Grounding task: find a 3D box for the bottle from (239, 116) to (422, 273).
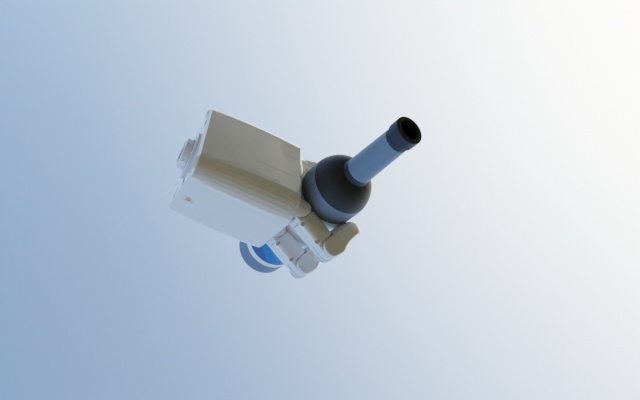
[{"bbox_3d":[0.000,0.002,0.513,0.069,0.069,0.296,0,-25,-34],"label":"bottle"}]
